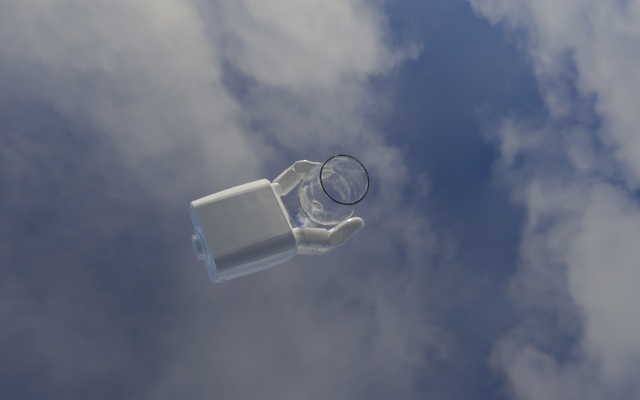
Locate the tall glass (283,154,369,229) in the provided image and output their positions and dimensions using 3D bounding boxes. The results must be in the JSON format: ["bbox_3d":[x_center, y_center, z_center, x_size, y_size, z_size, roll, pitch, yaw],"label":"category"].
[{"bbox_3d":[0.000,0.002,0.645,0.079,0.079,0.201,0,-16,-18],"label":"tall glass"}]
